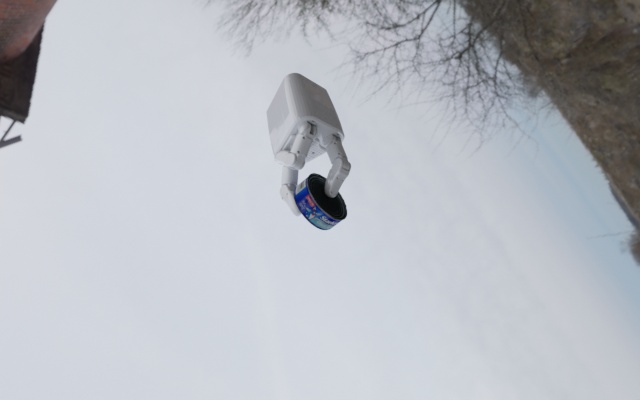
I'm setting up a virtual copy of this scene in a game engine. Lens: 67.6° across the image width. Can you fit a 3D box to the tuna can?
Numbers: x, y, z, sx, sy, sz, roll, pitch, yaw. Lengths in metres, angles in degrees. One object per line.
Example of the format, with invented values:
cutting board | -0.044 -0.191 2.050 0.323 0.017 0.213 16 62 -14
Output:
tuna can | 0.000 0.003 0.728 0.034 0.086 0.086 -38 -19 26
